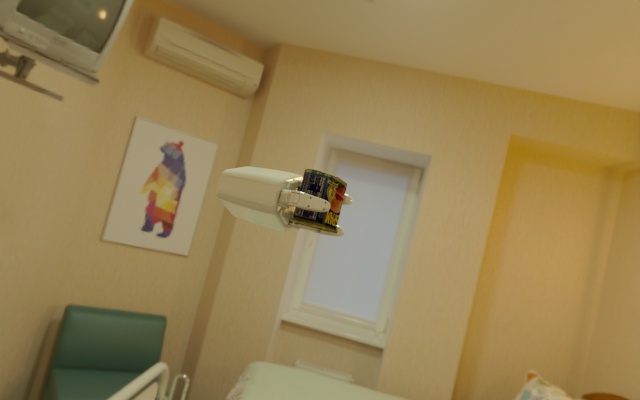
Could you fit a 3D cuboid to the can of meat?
[{"bbox_3d":[0.000,0.002,0.752,0.057,0.084,0.102,12,-5,19],"label":"can of meat"}]
